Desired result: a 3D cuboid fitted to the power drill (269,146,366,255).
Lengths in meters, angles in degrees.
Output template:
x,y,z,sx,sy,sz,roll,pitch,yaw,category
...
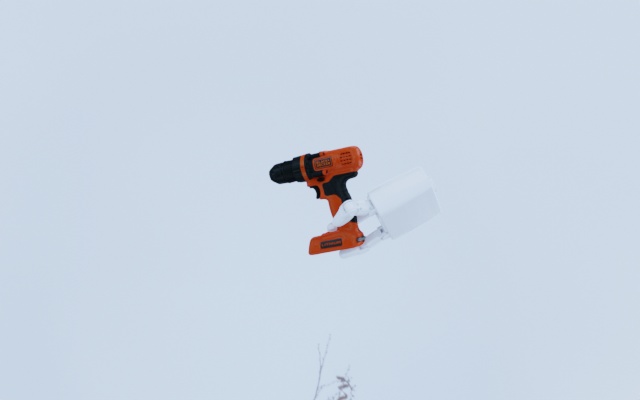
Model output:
x,y,z,sx,sy,sz,roll,pitch,yaw,category
0.000,0.003,0.881,0.184,0.187,0.057,-11,-1,21,power drill
